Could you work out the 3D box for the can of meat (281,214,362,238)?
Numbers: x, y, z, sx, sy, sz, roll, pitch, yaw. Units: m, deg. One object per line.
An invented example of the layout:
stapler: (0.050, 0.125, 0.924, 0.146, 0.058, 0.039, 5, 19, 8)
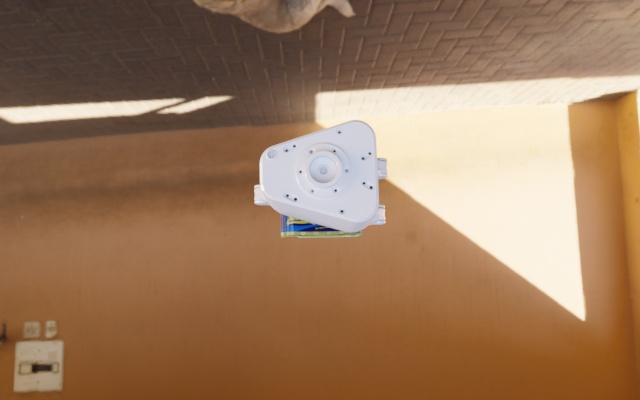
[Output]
can of meat: (0.000, 0.002, 0.573, 0.102, 0.084, 0.057, -1, -7, -3)
